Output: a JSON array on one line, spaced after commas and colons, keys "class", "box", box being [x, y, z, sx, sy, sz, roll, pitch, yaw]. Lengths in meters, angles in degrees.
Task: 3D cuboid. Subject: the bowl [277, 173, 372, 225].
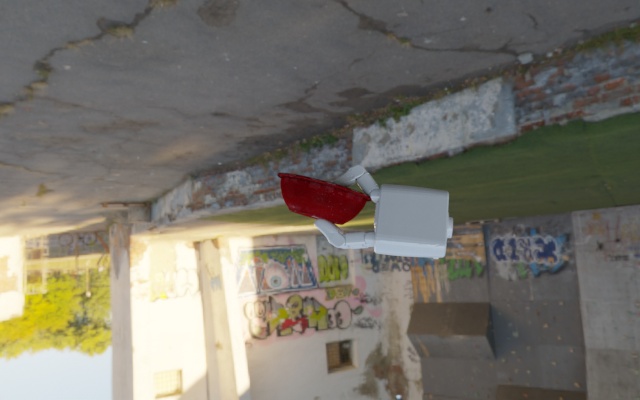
[{"class": "bowl", "box": [-0.001, 0.003, 0.786, 0.162, 0.055, 0.162, 15, -4, 1]}]
